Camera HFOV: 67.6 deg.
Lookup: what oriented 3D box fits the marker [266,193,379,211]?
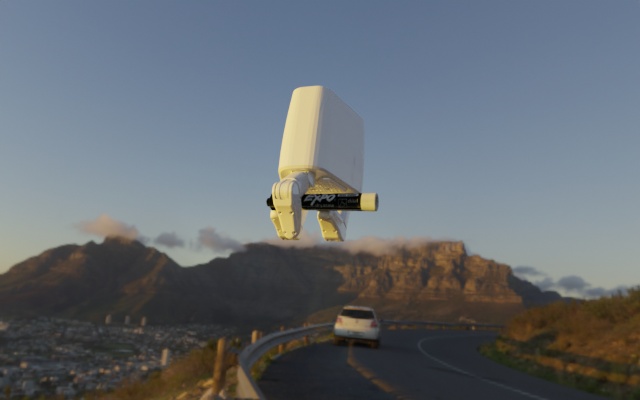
[{"bbox_3d":[0.000,0.002,0.503,0.121,0.020,0.020,0,0,18],"label":"marker"}]
